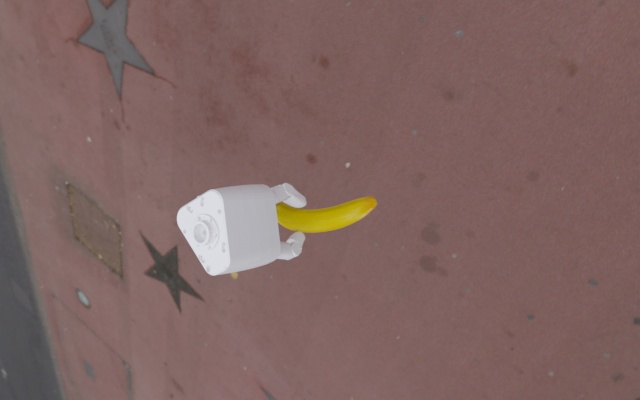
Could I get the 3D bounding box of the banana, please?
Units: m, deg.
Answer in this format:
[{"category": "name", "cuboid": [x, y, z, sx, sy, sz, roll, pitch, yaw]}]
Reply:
[{"category": "banana", "cuboid": [-0.007, 0.020, 0.775, 0.198, 0.069, 0.037, 4, -18, 28]}]
